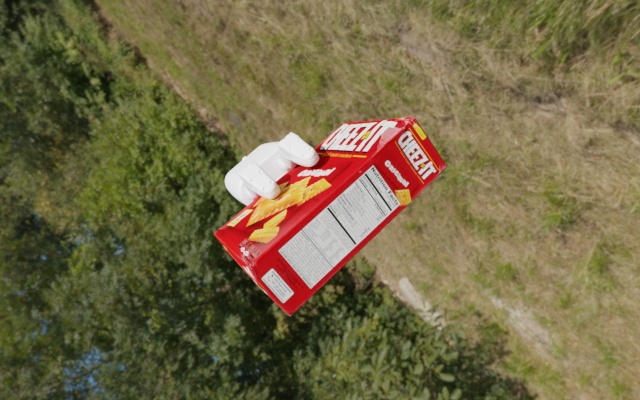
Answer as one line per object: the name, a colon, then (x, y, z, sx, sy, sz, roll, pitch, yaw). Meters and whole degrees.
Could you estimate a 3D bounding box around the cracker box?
cracker box: (0.000, 0.002, 0.509, 0.213, 0.072, 0.164, -42, 20, -12)
